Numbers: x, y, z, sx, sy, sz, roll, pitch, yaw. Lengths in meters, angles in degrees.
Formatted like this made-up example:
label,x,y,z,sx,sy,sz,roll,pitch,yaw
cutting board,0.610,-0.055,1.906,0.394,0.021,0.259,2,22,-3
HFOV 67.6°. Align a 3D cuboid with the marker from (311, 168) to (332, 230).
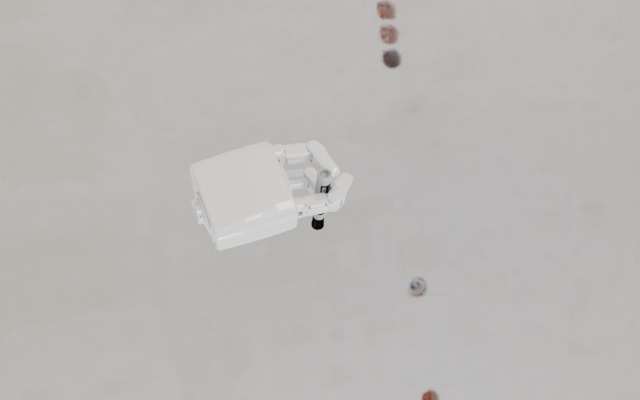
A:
label,x,y,z,sx,sy,sz,roll,pitch,yaw
marker,0.000,0.002,0.646,0.020,0.020,0.121,0,-37,-6
